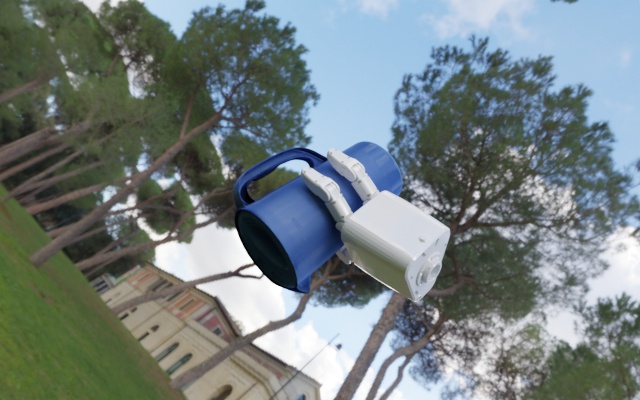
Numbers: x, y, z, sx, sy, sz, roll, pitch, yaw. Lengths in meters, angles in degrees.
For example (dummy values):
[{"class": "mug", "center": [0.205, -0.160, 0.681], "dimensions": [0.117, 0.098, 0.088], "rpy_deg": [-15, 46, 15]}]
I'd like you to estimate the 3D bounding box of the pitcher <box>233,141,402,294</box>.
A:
[{"class": "pitcher", "center": [0.000, 0.002, 0.698], "dimensions": [0.242, 0.149, 0.145], "rpy_deg": [-36, 50, -29]}]
